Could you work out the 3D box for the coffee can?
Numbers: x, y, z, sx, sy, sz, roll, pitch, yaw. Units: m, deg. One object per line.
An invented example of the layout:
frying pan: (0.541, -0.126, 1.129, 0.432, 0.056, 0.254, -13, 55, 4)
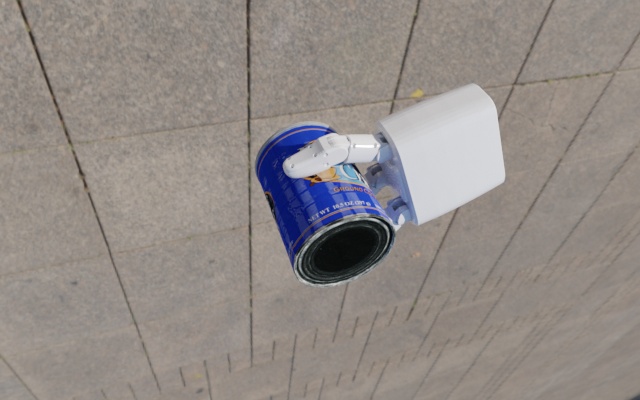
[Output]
coffee can: (0.000, 0.002, 0.486, 0.103, 0.103, 0.140, 0, 44, -28)
